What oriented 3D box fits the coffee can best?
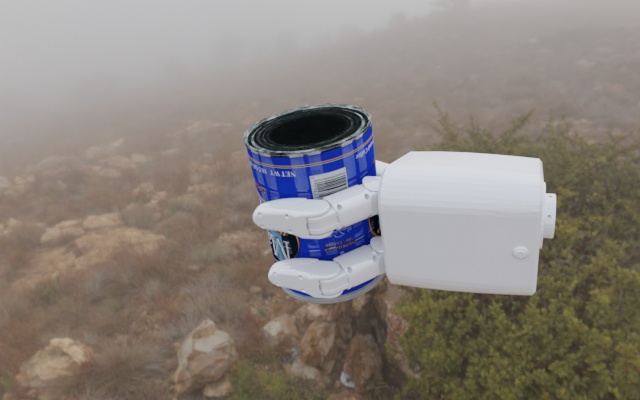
[{"bbox_3d":[0.000,0.001,0.409,0.103,0.140,0.102,-8,29,4],"label":"coffee can"}]
